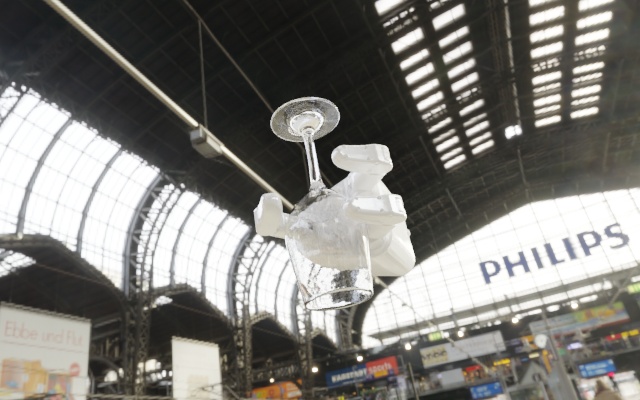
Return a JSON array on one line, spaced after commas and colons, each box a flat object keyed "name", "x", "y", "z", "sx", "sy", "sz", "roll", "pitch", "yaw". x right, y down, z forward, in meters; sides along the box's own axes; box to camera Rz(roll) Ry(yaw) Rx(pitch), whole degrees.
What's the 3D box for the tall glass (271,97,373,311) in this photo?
[{"name": "tall glass", "x": 0.000, "y": 0.001, "z": 0.466, "sx": 0.079, "sy": 0.201, "sz": 0.079, "roll": -8, "pitch": -27, "yaw": -4}]
